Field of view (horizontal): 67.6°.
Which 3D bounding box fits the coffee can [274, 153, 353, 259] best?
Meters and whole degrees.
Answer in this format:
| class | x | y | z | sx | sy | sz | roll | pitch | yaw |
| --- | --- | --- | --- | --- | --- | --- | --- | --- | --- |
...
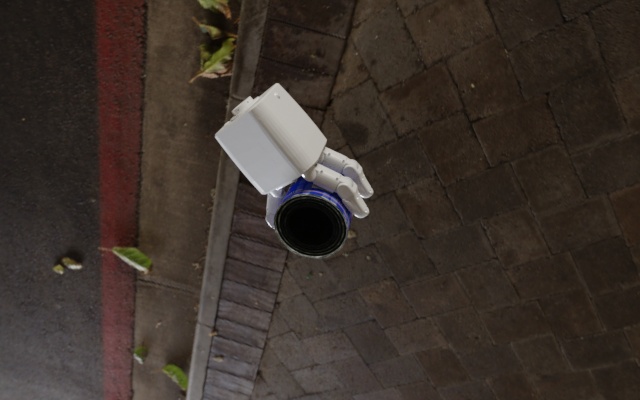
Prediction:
| class | x | y | z | sx | sy | sz | roll | pitch | yaw |
| --- | --- | --- | --- | --- | --- | --- | --- | --- | --- |
| coffee can | 0.000 | 0.002 | 0.695 | 0.103 | 0.103 | 0.140 | 0 | 30 | 13 |
